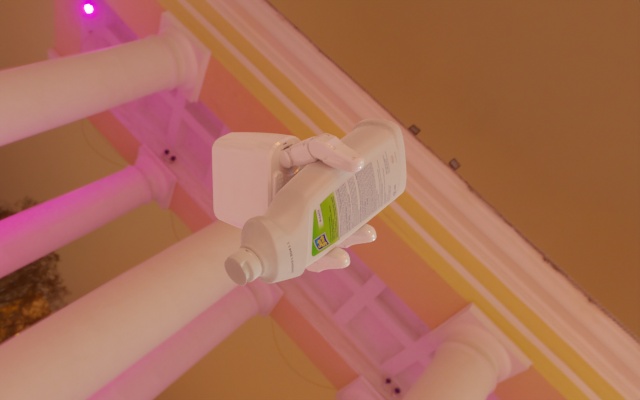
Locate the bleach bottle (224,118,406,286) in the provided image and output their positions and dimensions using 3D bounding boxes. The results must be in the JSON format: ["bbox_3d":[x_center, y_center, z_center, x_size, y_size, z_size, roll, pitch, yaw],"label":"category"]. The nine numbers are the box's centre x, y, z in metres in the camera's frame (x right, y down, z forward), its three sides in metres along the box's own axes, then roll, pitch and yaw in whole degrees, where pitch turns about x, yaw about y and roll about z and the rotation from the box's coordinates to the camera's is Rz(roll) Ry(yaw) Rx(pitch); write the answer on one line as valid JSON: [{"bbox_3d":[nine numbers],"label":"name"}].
[{"bbox_3d":[0.000,0.002,0.501,0.068,0.103,0.250,11,33,38],"label":"bleach bottle"}]
